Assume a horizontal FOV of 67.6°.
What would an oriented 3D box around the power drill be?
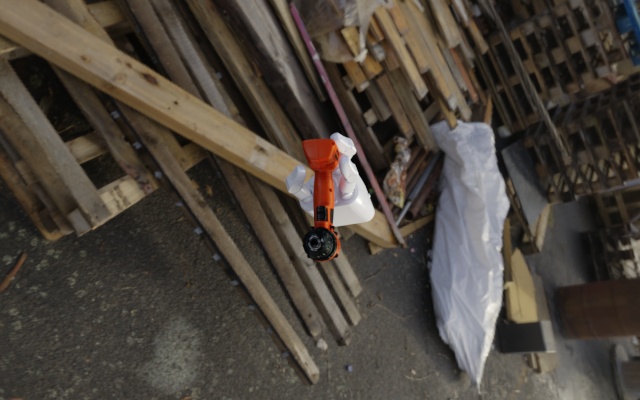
[{"bbox_3d":[0.000,0.002,0.752,0.057,0.187,0.184,0,-7,5],"label":"power drill"}]
